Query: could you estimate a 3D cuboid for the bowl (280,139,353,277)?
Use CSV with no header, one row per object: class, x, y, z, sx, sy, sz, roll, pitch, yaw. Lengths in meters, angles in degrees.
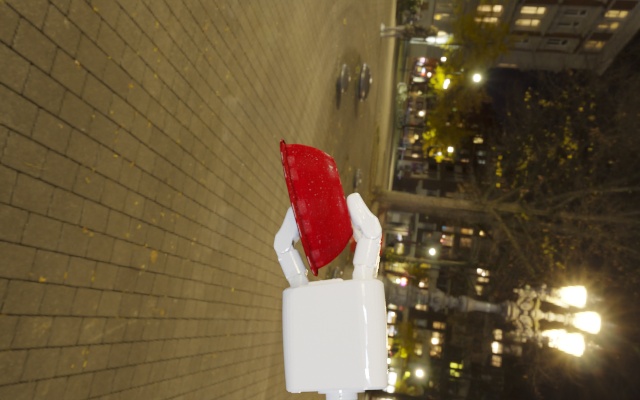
bowl,0.000,0.000,0.548,0.055,0.162,0.162,-15,0,1
